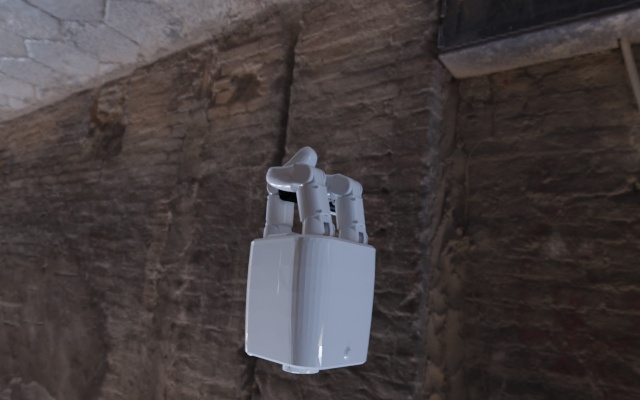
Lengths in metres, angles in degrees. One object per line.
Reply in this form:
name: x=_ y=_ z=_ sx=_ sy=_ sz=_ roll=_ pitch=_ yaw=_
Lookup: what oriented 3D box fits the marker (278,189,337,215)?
marker: x=0.000 y=0.002 z=0.495 sx=0.020 sy=0.020 sz=0.121 roll=0 pitch=-11 yaw=38
